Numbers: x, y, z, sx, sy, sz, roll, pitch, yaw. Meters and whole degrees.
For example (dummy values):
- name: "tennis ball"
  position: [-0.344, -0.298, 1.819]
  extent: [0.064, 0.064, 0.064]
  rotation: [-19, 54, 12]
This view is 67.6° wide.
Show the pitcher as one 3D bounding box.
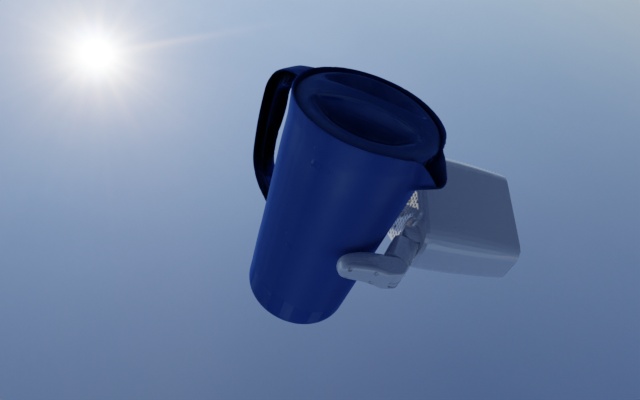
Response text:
- name: "pitcher"
  position: [0.000, 0.002, 0.461]
  extent: [0.145, 0.243, 0.149]
  rotation: [11, 40, -15]
